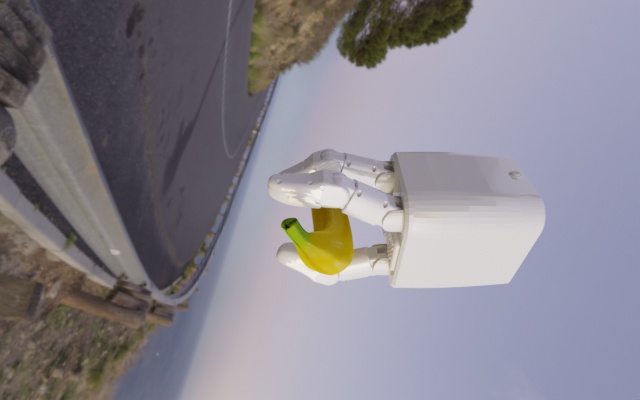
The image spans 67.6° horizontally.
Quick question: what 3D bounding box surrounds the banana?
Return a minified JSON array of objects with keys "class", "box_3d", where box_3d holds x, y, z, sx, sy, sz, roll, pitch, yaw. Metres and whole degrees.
[{"class":"banana","box_3d":[0.006,0.020,0.421,0.037,0.069,0.197,-17,11,7]}]
